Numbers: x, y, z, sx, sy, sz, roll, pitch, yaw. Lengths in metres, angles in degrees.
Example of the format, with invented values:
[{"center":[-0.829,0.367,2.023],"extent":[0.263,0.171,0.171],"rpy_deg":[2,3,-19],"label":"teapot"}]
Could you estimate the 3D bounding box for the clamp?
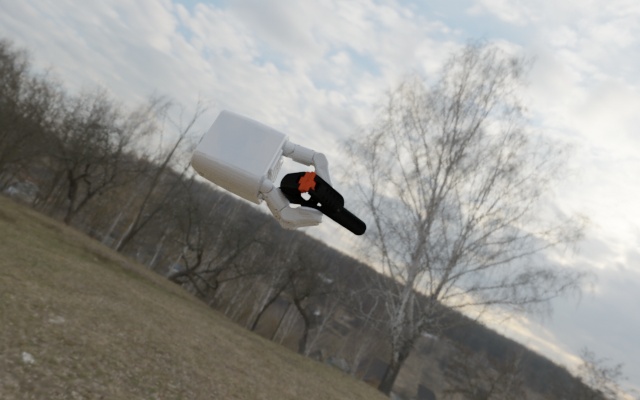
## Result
[{"center":[0.000,0.001,0.699],"extent":[0.164,0.036,0.210],"rpy_deg":[23,-10,2],"label":"clamp"}]
